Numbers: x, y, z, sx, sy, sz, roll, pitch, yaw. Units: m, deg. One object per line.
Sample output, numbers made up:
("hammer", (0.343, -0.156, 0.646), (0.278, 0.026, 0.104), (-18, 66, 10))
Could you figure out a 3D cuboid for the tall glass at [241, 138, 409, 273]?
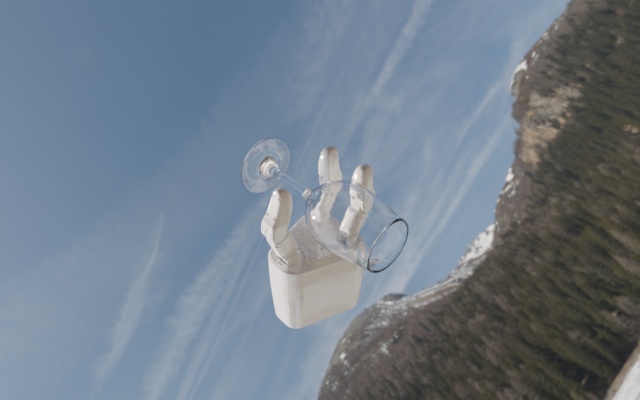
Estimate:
("tall glass", (0.000, 0.001, 0.529), (0.201, 0.079, 0.079), (33, 21, 36))
